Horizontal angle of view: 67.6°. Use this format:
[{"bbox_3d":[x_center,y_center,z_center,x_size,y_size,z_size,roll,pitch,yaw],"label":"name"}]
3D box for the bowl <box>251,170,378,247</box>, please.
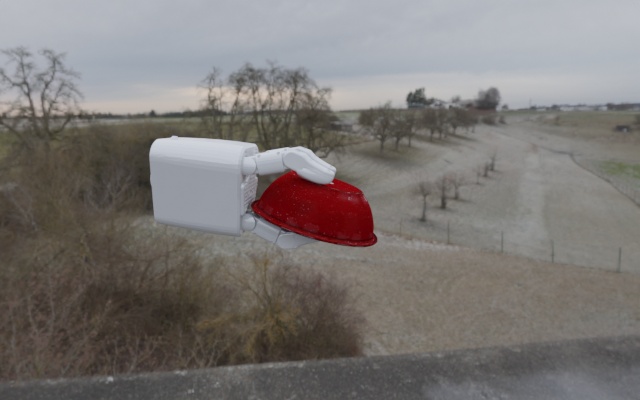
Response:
[{"bbox_3d":[0.001,0.002,0.585,0.162,0.055,0.162,16,10,-3],"label":"bowl"}]
